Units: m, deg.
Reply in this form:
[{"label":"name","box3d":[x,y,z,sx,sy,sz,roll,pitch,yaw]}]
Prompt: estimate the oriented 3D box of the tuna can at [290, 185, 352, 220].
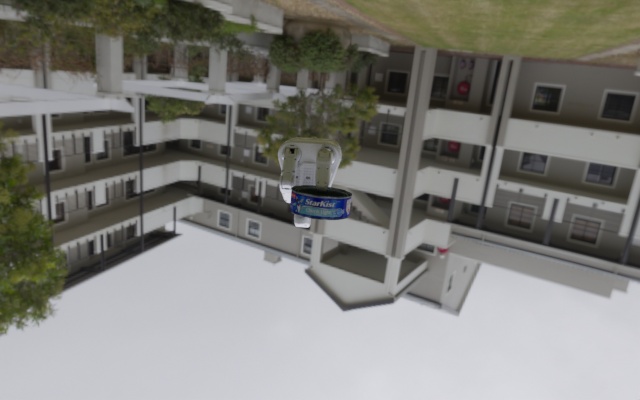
[{"label":"tuna can","box3d":[0.000,0.003,0.671,0.086,0.034,0.086,6,10,-1]}]
